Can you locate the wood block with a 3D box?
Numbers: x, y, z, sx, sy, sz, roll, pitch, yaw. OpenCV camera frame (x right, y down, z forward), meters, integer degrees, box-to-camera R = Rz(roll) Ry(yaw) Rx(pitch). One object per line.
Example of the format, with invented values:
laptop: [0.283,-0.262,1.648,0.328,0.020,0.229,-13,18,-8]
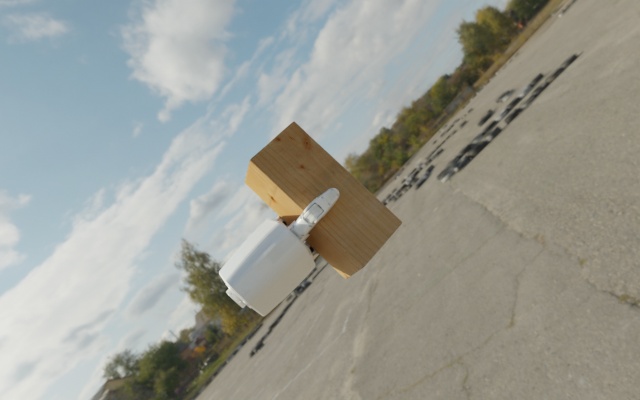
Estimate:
wood block: [0.000,0.002,0.677,0.090,0.206,0.091,-45,-4,-24]
